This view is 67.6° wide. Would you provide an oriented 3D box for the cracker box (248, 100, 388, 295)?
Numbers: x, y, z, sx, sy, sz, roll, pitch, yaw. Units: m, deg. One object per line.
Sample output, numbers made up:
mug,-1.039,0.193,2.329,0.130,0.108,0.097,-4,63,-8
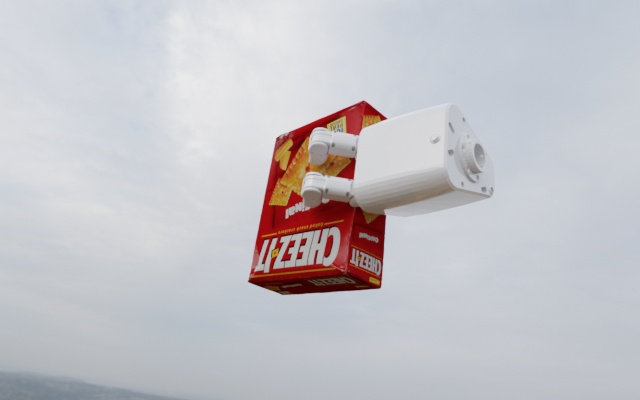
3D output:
cracker box,0.000,0.002,0.593,0.164,0.213,0.072,-14,-32,42
